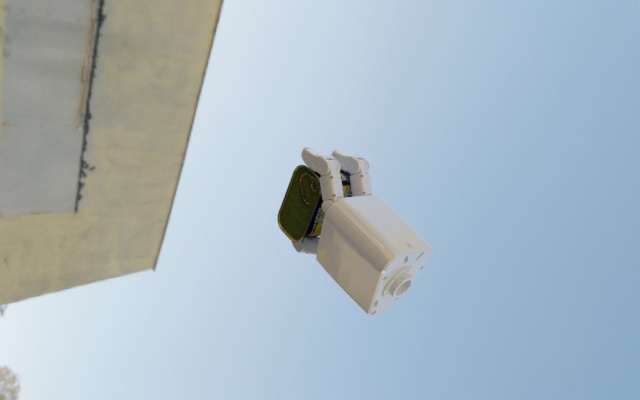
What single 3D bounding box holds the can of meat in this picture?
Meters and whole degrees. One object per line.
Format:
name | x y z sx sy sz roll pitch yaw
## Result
can of meat | 0.000 0.002 0.650 0.084 0.102 0.057 -5 37 -43
